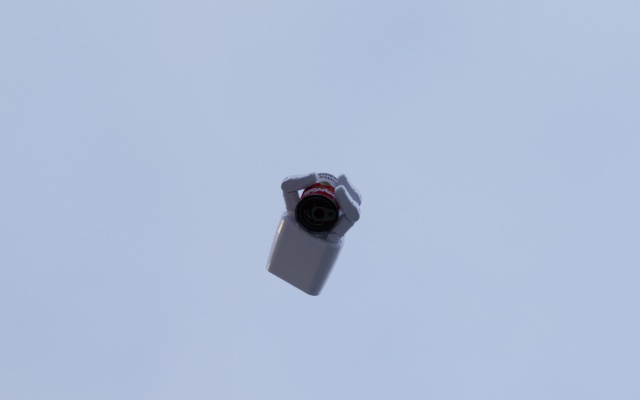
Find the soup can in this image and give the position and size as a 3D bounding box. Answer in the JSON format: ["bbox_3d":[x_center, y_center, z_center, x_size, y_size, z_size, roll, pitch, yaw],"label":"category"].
[{"bbox_3d":[0.000,0.002,0.767,0.068,0.068,0.102,0,23,7],"label":"soup can"}]
